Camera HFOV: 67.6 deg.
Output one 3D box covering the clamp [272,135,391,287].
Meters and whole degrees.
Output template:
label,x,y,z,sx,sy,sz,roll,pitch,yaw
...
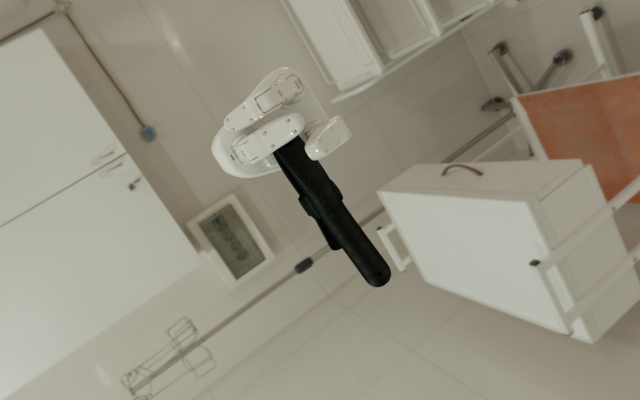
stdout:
label,x,y,z,sx,sy,sz,roll,pitch,yaw
clamp,0.000,0.002,0.462,0.039,0.171,0.120,-35,13,-14
